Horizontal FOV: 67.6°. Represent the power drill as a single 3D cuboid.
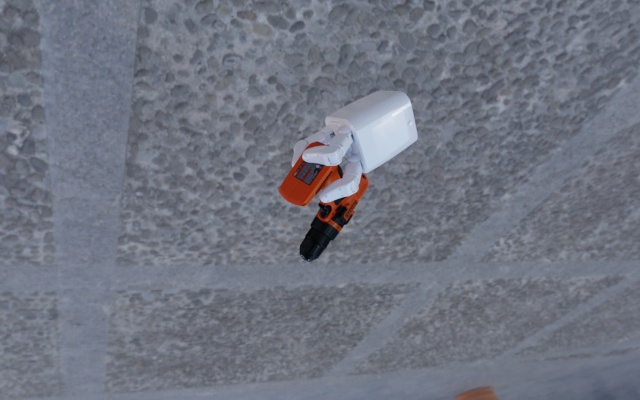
[{"bbox_3d":[0.000,0.002,0.785,0.057,0.184,0.188,28,-10,26],"label":"power drill"}]
